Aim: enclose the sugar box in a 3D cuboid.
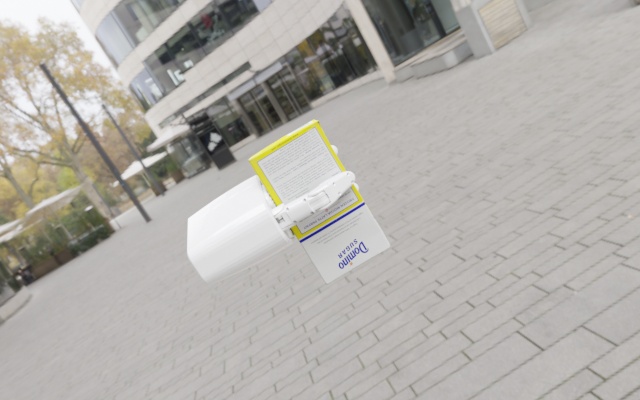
[{"bbox_3d":[0.000,0.002,0.573,0.093,0.176,0.048,-30,13,2],"label":"sugar box"}]
